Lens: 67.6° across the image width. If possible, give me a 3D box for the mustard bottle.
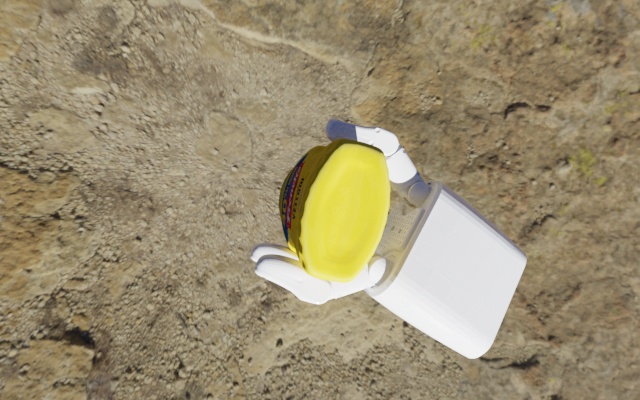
[{"bbox_3d":[0.000,0.001,0.403,0.058,0.096,0.191,12,2,-11],"label":"mustard bottle"}]
